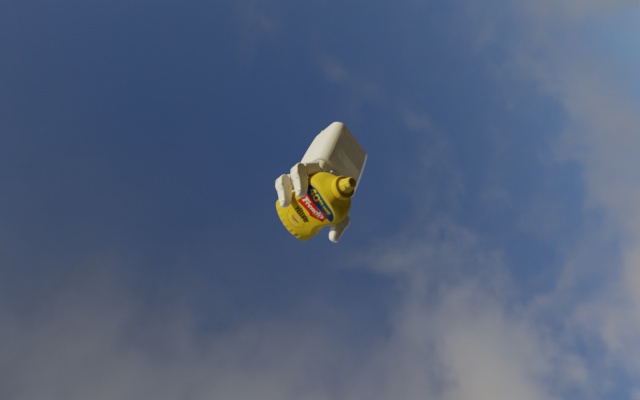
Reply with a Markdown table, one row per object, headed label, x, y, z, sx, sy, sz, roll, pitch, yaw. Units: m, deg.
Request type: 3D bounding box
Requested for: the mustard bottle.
| label | x | y | z | sx | sy | sz | roll | pitch | yaw |
| --- | --- | --- | --- | --- | --- | --- | --- | --- | --- |
| mustard bottle | 0.000 | 0.003 | 0.855 | 0.058 | 0.096 | 0.192 | -35 | 2 | -41 |
